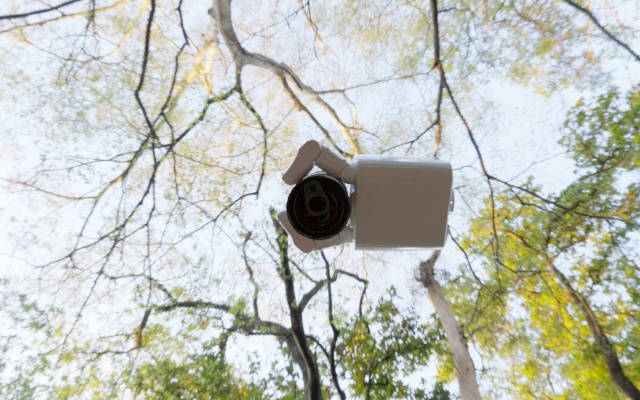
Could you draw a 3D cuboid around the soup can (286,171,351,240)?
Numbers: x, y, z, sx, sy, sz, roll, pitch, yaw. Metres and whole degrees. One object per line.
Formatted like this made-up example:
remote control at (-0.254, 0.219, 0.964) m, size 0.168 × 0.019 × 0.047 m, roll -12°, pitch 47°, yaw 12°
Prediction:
soup can at (0.000, 0.002, 0.543) m, size 0.068 × 0.068 × 0.102 m, roll 0°, pitch 7°, yaw 2°
